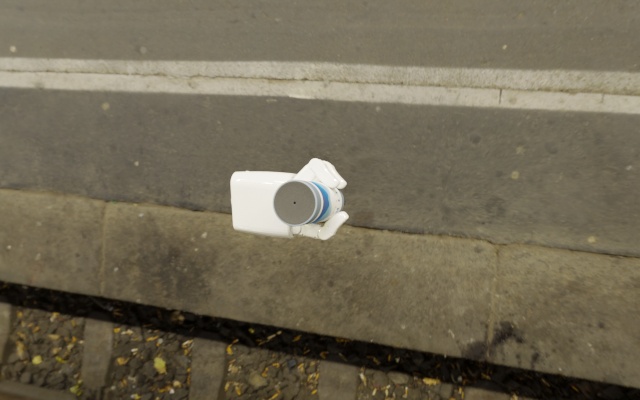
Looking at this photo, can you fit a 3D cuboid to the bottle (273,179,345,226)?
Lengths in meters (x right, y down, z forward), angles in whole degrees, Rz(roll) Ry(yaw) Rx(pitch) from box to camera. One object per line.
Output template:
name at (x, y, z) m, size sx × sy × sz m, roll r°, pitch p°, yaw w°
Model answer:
bottle at (0.000, 0.003, 0.814) m, size 0.069 × 0.069 × 0.296 m, roll 0°, pitch 0°, yaw 14°
